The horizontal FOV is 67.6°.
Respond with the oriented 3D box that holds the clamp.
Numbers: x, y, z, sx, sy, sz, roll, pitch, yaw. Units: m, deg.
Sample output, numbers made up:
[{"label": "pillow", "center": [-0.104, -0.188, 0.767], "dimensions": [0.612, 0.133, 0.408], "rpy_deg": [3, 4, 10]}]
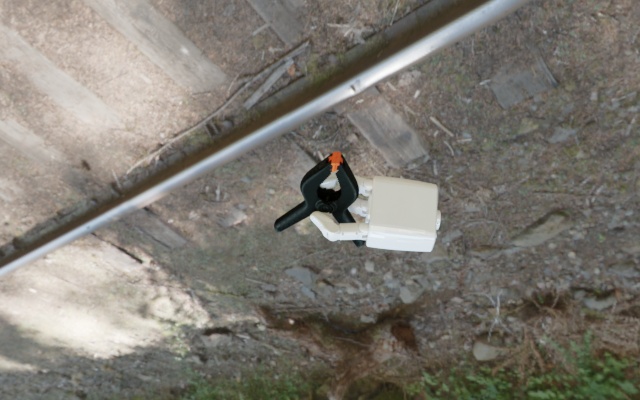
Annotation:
[{"label": "clamp", "center": [0.000, 0.003, 0.790], "dimensions": [0.164, 0.036, 0.210], "rpy_deg": [5, -41, 3]}]
